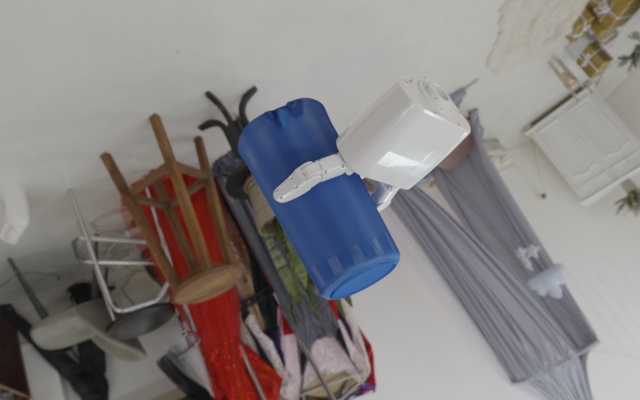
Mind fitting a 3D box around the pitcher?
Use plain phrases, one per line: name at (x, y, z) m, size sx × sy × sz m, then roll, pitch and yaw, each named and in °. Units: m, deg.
pitcher at (0.000, 0.002, 0.623) m, size 0.149 × 0.242 × 0.145 m, roll -1°, pitch -35°, yaw -48°
